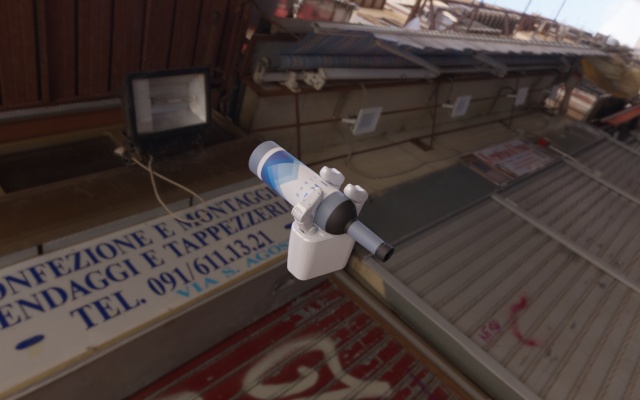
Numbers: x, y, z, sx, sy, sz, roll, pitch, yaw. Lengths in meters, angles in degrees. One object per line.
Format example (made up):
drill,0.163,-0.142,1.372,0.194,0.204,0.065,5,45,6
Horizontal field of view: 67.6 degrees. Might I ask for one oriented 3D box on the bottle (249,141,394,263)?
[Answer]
bottle,0.000,0.002,0.786,0.295,0.069,0.069,38,20,28
